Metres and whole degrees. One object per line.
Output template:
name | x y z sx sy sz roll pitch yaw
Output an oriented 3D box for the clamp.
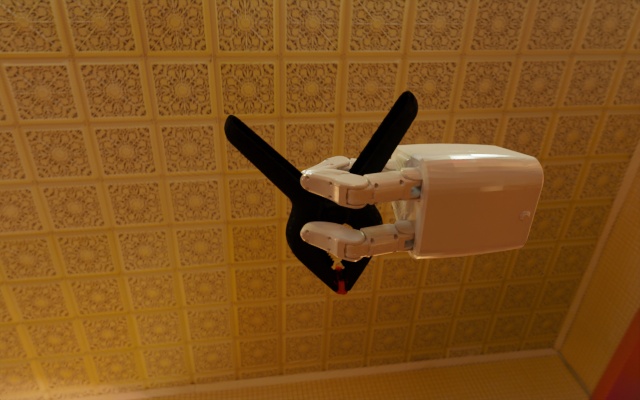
clamp | 0.000 0.002 0.449 0.164 0.210 0.036 -1 31 -3
